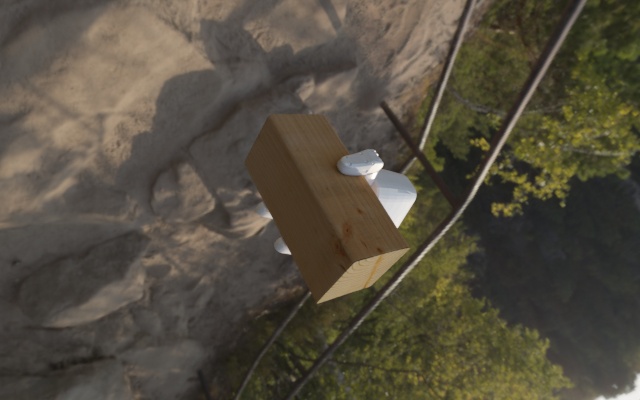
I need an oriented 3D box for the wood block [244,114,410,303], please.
[{"bbox_3d":[0.001,0.002,0.568,0.090,0.206,0.091,-8,-33,-40],"label":"wood block"}]
